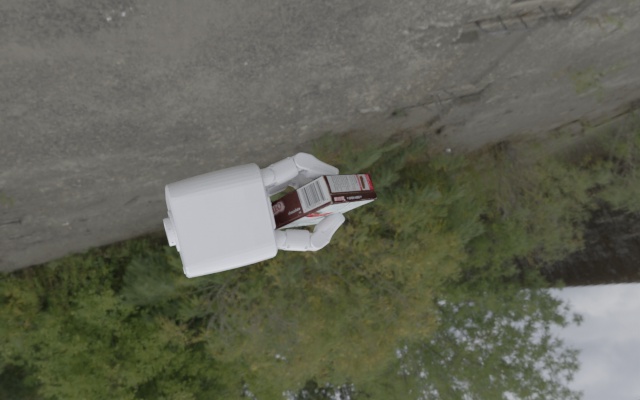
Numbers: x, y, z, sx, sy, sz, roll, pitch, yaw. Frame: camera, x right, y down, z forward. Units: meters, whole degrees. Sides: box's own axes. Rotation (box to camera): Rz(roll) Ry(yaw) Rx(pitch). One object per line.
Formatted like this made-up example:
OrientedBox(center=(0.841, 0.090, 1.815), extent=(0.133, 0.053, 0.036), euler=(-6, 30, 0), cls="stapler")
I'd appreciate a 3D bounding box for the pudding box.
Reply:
OrientedBox(center=(0.000, 0.002, 0.604), extent=(0.113, 0.039, 0.090), euler=(-24, -11, 42), cls="pudding box")
